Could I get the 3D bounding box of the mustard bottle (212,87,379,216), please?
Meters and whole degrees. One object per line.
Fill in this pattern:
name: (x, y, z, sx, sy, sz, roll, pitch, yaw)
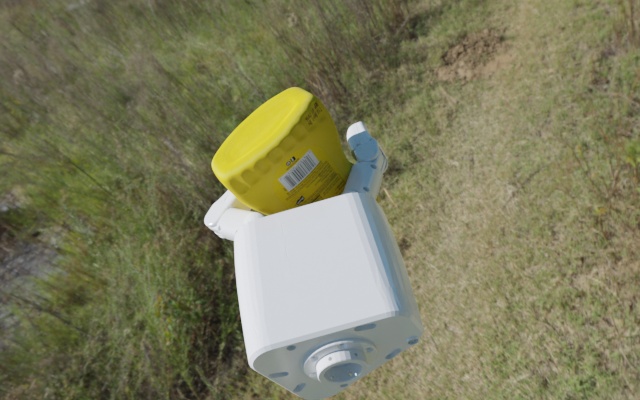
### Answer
mustard bottle: (0.000, 0.001, 0.417, 0.058, 0.096, 0.192, 39, -8, 48)
